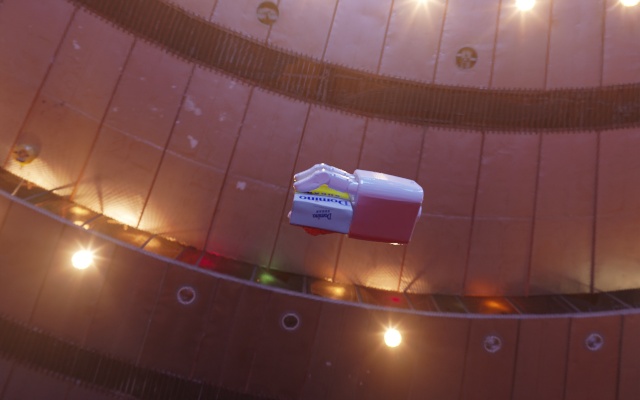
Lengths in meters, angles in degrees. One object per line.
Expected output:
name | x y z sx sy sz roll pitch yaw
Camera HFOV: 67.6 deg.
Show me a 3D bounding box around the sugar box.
sugar box | 0.000 0.002 0.795 0.093 0.048 0.176 10 12 -4
